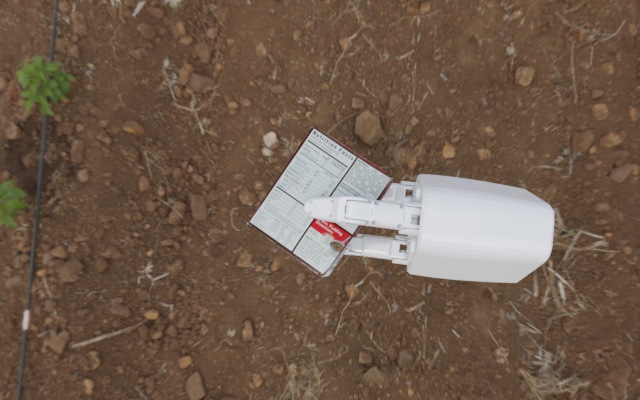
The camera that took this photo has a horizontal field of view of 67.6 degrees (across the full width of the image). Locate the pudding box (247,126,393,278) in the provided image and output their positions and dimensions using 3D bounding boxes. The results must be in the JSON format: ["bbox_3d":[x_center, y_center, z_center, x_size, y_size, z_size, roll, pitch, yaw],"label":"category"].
[{"bbox_3d":[0.000,0.001,0.445,0.090,0.113,0.039,35,-1,8],"label":"pudding box"}]
